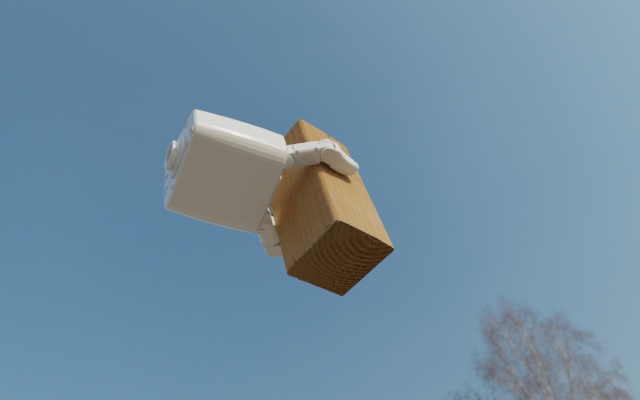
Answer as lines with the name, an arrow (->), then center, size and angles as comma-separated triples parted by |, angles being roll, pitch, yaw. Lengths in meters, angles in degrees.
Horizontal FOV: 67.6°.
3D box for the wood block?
wood block -> 0.000, 0.001, 0.592 | 0.090, 0.091, 0.206 | 28, 27, -33
